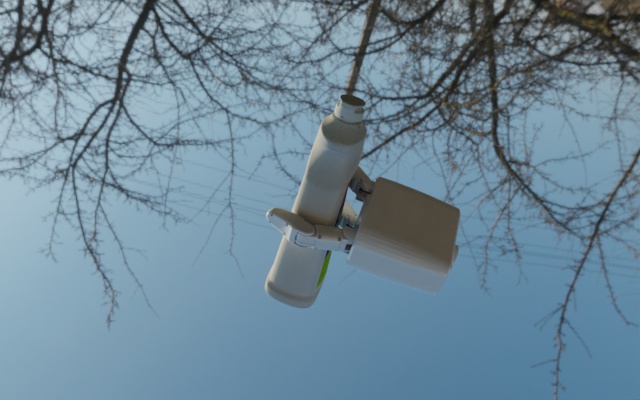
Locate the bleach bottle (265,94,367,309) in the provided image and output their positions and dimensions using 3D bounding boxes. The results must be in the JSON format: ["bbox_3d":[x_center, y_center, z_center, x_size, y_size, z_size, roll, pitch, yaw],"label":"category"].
[{"bbox_3d":[0.000,0.002,0.552,0.068,0.251,0.102,20,32,5],"label":"bleach bottle"}]
